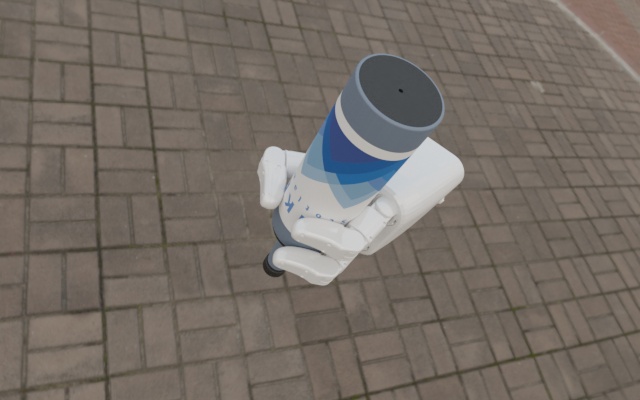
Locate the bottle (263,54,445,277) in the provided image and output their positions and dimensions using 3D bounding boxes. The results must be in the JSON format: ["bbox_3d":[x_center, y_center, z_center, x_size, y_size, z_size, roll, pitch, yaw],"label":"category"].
[{"bbox_3d":[0.000,0.001,0.428,0.069,0.069,0.296,0,-30,-25],"label":"bottle"}]
